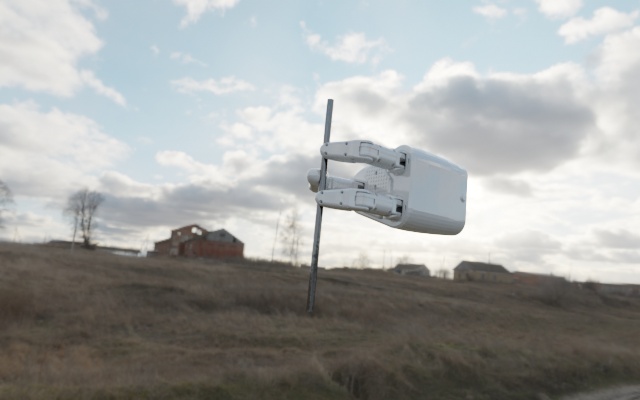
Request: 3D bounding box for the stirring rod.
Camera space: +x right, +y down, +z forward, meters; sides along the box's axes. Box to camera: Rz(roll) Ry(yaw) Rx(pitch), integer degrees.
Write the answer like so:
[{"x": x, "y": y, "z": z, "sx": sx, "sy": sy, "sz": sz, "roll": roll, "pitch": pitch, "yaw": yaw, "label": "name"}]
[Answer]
[{"x": 0.000, "y": 0.002, "z": 0.534, "sx": 0.011, "sy": 0.239, "sz": 0.011, "roll": 6, "pitch": -9, "yaw": 1, "label": "stirring rod"}]
